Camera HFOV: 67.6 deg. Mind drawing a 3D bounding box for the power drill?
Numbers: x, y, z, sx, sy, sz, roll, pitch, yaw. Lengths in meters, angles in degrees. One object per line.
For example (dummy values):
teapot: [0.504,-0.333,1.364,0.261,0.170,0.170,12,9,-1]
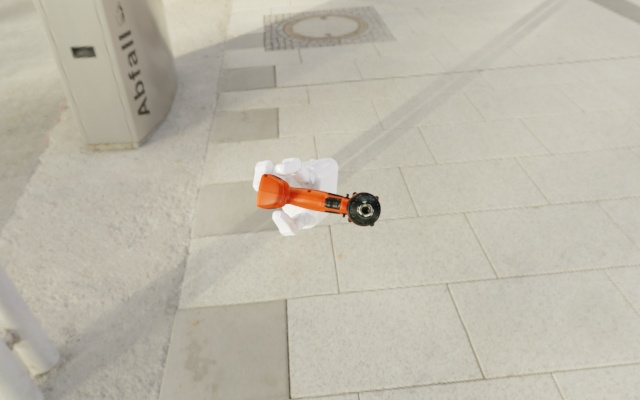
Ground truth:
power drill: [0.000,0.002,0.740,0.187,0.057,0.184,12,-2,4]
